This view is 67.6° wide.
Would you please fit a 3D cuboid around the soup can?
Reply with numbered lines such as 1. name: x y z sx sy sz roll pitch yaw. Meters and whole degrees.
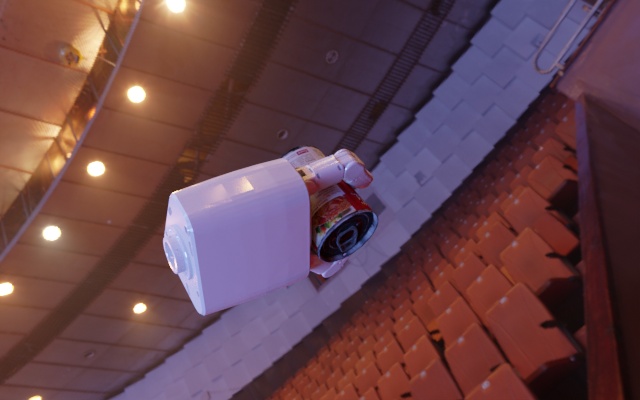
1. soup can: 0.000 0.001 0.474 0.068 0.068 0.102 0 42 -46
